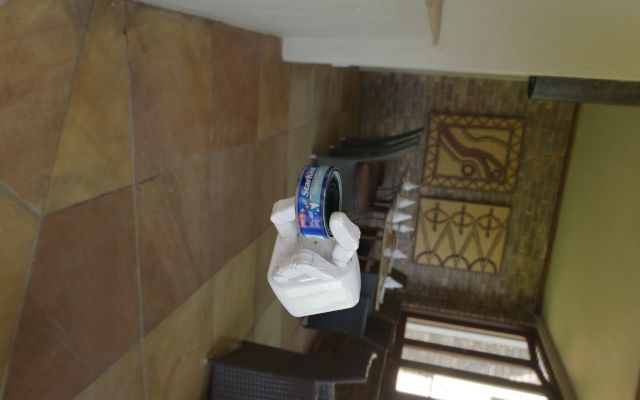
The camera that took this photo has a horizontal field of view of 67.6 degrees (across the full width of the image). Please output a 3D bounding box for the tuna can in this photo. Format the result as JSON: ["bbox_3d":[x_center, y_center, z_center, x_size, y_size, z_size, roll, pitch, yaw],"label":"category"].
[{"bbox_3d":[0.001,0.002,0.554,0.034,0.086,0.086,4,1,17],"label":"tuna can"}]
